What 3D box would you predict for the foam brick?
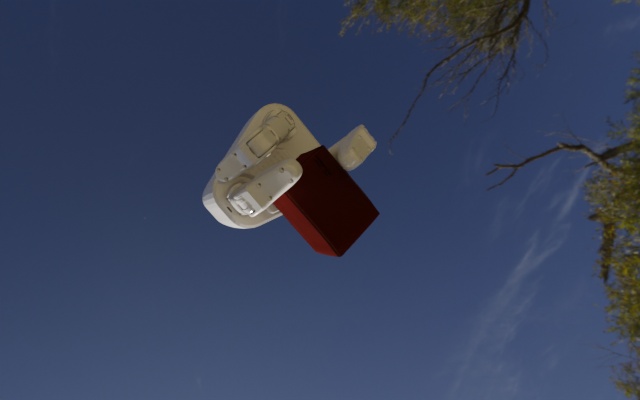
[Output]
[{"bbox_3d":[0.000,0.002,0.403,0.053,0.078,0.051,-44,12,-19],"label":"foam brick"}]
